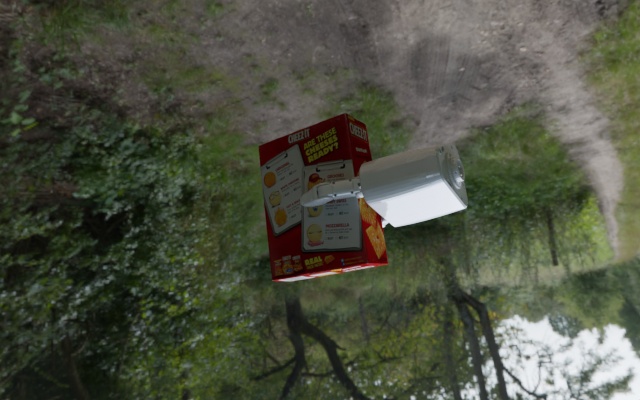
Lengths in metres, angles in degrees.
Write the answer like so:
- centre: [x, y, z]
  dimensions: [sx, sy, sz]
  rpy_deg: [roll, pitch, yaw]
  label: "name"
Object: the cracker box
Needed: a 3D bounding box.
- centre: [0.000, 0.002, 0.706]
  dimensions: [0.164, 0.213, 0.072]
  rpy_deg: [-15, -16, 31]
  label: "cracker box"
